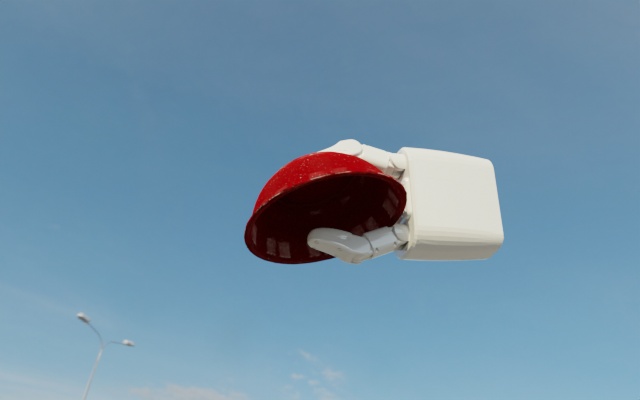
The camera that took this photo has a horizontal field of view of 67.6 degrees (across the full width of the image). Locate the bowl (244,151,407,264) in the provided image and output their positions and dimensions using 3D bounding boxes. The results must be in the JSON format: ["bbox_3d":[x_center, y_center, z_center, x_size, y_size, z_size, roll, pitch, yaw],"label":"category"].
[{"bbox_3d":[-0.001,0.001,0.471,0.162,0.055,0.162,-13,-31,-8],"label":"bowl"}]
